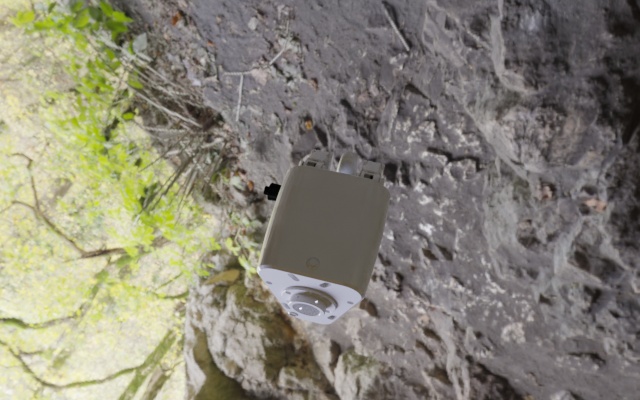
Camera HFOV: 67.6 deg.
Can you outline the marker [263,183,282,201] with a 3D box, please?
[{"bbox_3d":[0.000,0.002,0.492,0.121,0.020,0.020,12,1,7],"label":"marker"}]
